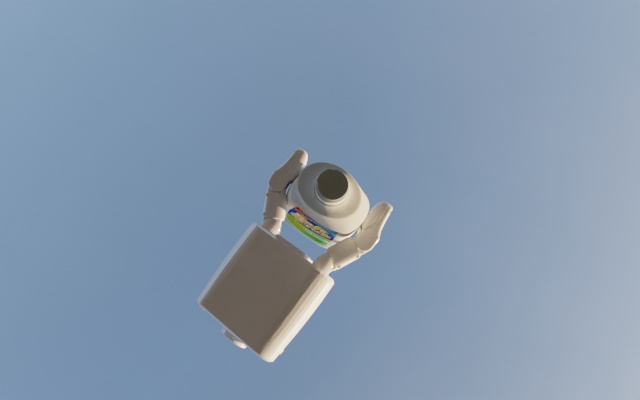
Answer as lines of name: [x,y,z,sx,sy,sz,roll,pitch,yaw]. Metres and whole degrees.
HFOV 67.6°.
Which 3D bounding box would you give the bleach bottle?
bleach bottle: [0.000,0.002,0.541,0.102,0.068,0.251,36,-9,4]
